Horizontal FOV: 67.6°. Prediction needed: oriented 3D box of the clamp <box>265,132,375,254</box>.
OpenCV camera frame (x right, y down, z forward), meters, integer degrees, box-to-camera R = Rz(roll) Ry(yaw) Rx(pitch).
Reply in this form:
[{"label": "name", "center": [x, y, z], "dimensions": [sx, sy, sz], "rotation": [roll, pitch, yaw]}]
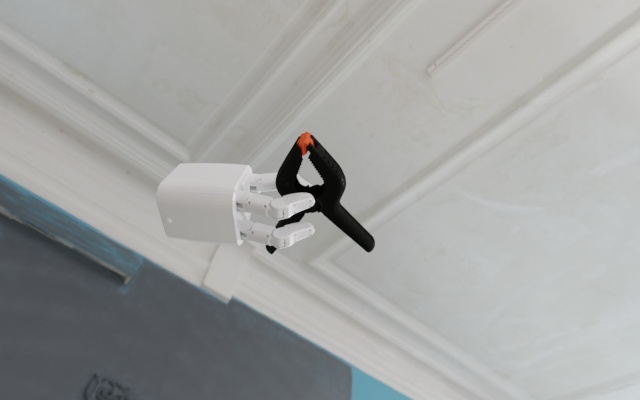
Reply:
[{"label": "clamp", "center": [0.000, 0.001, 0.664], "dimensions": [0.164, 0.210, 0.036], "rotation": [3, 40, 2]}]
